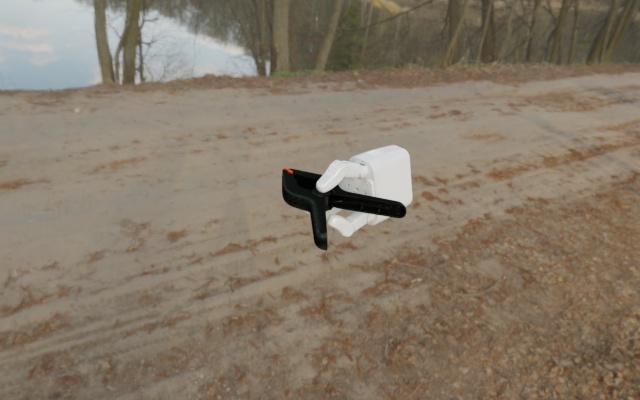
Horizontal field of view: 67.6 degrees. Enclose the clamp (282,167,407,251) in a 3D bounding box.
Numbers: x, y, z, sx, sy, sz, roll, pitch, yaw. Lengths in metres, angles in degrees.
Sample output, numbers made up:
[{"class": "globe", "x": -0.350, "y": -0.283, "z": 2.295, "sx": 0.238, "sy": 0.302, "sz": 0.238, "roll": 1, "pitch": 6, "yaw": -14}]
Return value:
[{"class": "clamp", "x": 0.000, "y": 0.001, "z": 0.720, "sx": 0.210, "sy": 0.036, "sz": 0.164, "roll": 27, "pitch": 36, "yaw": 36}]
